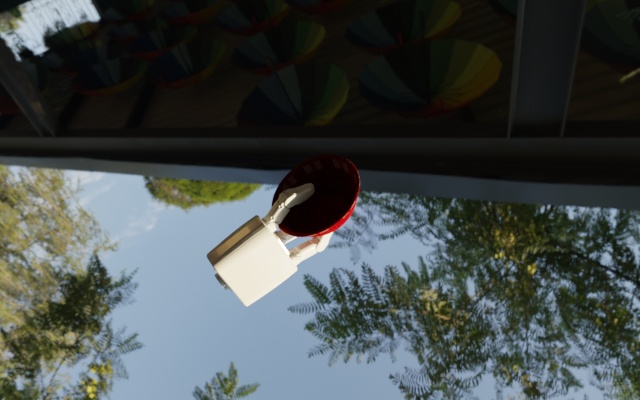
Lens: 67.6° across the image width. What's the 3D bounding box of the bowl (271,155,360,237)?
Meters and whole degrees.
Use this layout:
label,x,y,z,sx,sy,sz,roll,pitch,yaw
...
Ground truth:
label,x,y,z,sx,sy,sz,roll,pitch,yaw
bowl,0.001,0.002,0.802,0.162,0.162,0.055,0,-32,31
